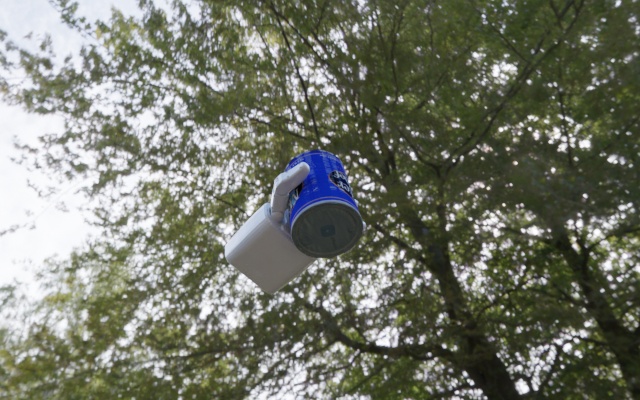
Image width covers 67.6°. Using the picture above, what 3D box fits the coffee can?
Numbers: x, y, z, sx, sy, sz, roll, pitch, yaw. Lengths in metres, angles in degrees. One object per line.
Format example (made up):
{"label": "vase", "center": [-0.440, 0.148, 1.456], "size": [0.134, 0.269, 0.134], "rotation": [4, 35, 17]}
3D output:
{"label": "coffee can", "center": [0.000, 0.002, 0.722], "size": [0.103, 0.103, 0.140], "rotation": [0, 37, -10]}
